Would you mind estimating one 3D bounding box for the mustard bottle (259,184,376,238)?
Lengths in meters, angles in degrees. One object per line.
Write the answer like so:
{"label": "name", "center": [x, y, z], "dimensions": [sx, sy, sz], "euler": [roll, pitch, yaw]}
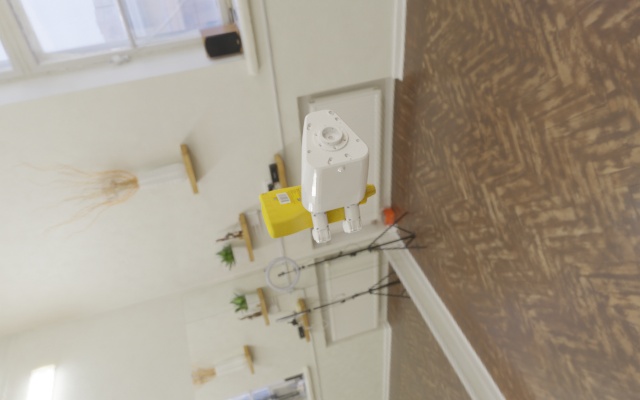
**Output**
{"label": "mustard bottle", "center": [0.000, 0.003, 0.792], "dimensions": [0.191, 0.058, 0.096], "euler": [-14, 32, -11]}
